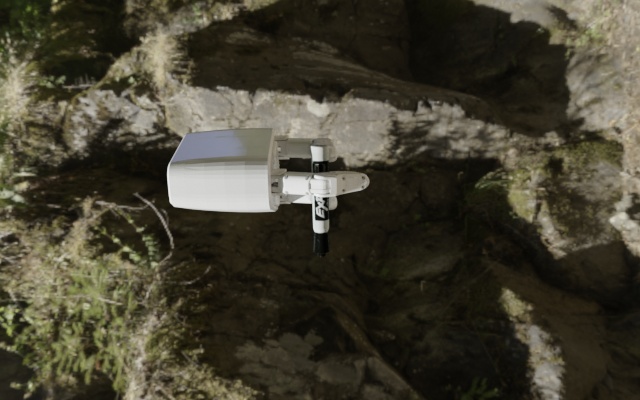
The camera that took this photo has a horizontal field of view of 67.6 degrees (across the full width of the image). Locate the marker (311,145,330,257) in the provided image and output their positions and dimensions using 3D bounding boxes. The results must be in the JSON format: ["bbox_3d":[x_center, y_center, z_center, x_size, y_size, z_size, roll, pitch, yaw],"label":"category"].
[{"bbox_3d":[0.000,0.002,0.509,0.020,0.121,0.020,-1,14,0],"label":"marker"}]
